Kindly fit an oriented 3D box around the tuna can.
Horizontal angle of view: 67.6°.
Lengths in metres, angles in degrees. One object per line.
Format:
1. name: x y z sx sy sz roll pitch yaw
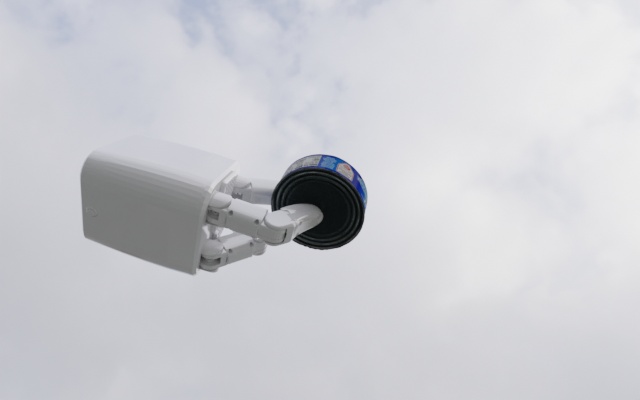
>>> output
1. tuna can: 0.000 0.001 0.439 0.086 0.086 0.033 0 30 13
